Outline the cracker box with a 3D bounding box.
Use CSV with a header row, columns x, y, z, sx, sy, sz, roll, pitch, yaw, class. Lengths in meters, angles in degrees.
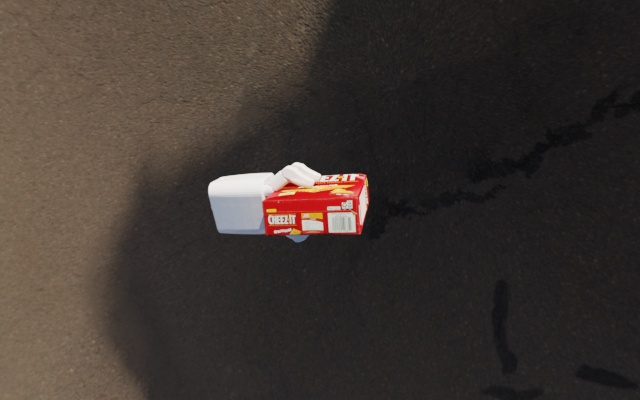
x,y,z,sx,sy,sz,roll,pitch,yaw,class
0.000,0.003,0.885,0.164,0.072,0.213,-2,13,10,cracker box
